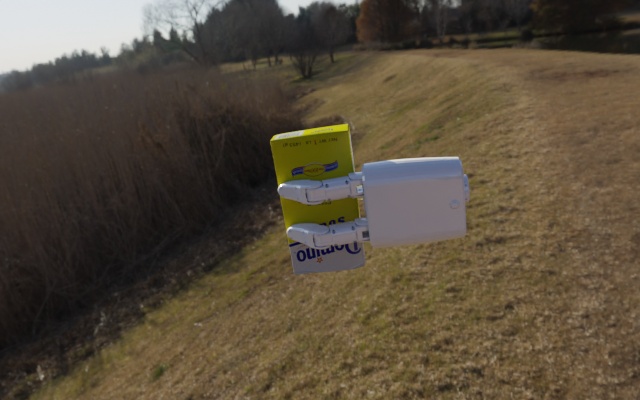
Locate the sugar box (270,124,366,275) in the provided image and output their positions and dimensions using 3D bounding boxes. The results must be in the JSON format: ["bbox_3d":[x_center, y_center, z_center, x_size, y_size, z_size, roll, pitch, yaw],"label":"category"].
[{"bbox_3d":[0.000,0.002,0.583,0.093,0.176,0.048,-7,18,6],"label":"sugar box"}]
